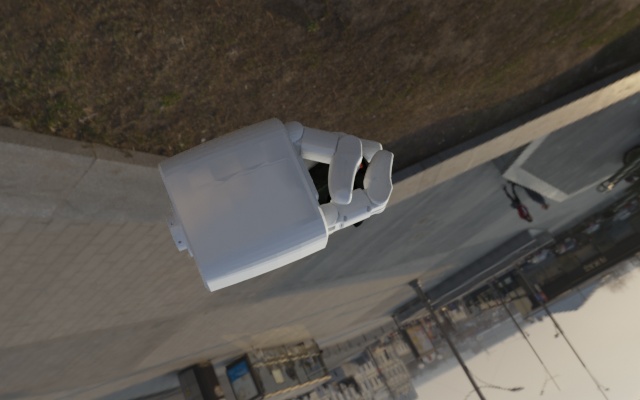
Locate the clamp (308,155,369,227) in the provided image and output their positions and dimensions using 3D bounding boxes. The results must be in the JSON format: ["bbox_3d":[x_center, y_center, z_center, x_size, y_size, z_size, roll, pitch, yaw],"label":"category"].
[{"bbox_3d":[0.000,0.002,0.490,0.120,0.039,0.172,-22,-24,-14],"label":"clamp"}]
